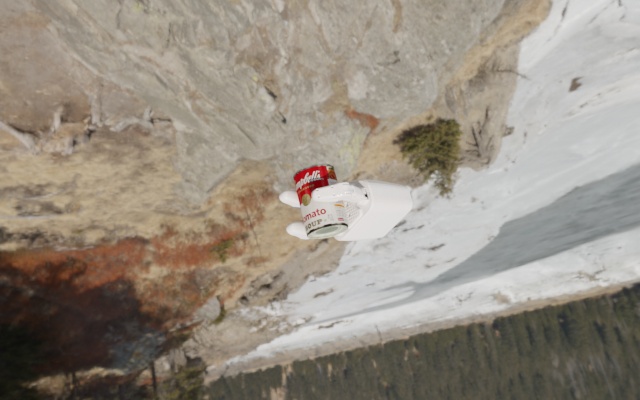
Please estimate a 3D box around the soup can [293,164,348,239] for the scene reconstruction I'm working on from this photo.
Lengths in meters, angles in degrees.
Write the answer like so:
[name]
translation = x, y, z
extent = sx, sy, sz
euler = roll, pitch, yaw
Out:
[soup can]
translation = 0.000, 0.003, 0.747
extent = 0.068, 0.102, 0.068
euler = -12, -18, -4
